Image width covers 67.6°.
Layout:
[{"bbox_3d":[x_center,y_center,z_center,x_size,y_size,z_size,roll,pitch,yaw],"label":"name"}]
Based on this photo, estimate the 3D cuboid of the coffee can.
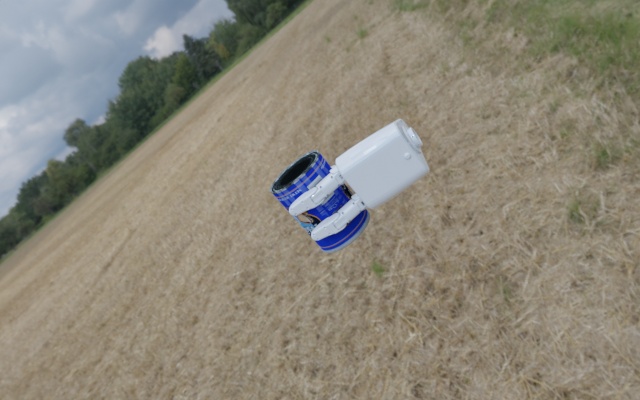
[{"bbox_3d":[0.000,0.003,0.790,0.103,0.140,0.102,-36,19,15],"label":"coffee can"}]
